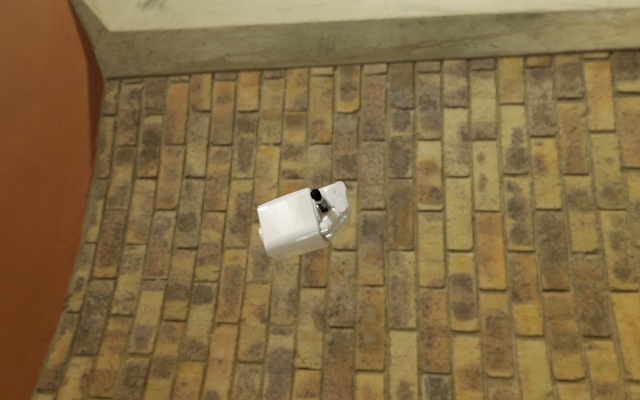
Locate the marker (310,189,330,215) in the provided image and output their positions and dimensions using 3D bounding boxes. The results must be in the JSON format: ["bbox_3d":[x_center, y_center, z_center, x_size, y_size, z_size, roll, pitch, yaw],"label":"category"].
[{"bbox_3d":[0.000,0.003,0.870,0.020,0.020,0.121,0,-15,9],"label":"marker"}]
